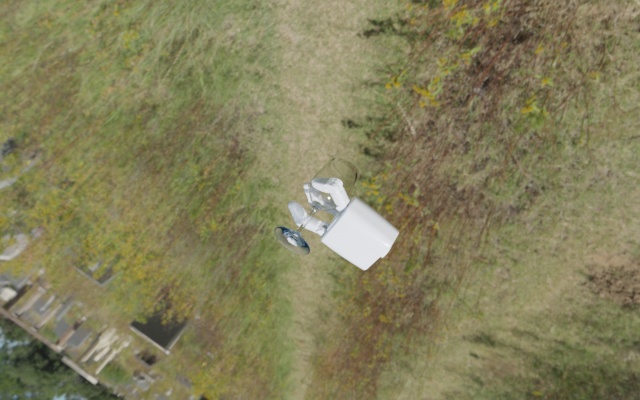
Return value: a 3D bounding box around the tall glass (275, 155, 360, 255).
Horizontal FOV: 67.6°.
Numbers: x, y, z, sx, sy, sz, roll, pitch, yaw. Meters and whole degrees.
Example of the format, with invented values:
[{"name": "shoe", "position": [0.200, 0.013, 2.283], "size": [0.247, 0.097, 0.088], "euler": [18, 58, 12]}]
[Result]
[{"name": "tall glass", "position": [0.000, 0.003, 0.895], "size": [0.079, 0.201, 0.079], "euler": [25, -32, 17]}]
